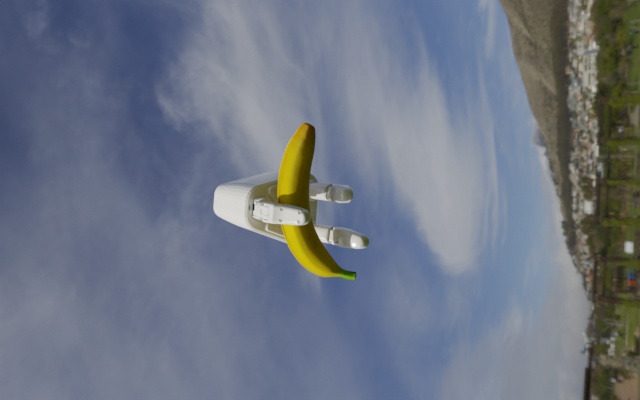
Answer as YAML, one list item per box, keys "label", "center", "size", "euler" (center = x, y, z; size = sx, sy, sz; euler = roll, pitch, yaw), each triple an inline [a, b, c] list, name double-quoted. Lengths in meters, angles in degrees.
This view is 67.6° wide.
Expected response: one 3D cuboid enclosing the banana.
- label: "banana"
  center: [-0.016, 0.011, 0.566]
  size: [0.069, 0.198, 0.037]
  euler: [-19, 13, -12]
